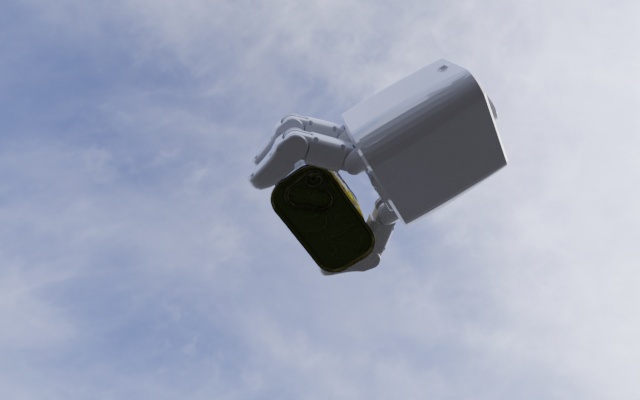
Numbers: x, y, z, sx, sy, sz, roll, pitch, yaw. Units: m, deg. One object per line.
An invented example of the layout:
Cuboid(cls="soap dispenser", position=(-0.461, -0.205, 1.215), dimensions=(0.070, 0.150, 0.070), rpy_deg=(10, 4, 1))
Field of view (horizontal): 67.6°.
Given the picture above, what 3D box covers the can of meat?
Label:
Cuboid(cls="can of meat", position=(0.000, 0.001, 0.441), dimensions=(0.057, 0.102, 0.084), rpy_deg=(-33, 23, 10))
